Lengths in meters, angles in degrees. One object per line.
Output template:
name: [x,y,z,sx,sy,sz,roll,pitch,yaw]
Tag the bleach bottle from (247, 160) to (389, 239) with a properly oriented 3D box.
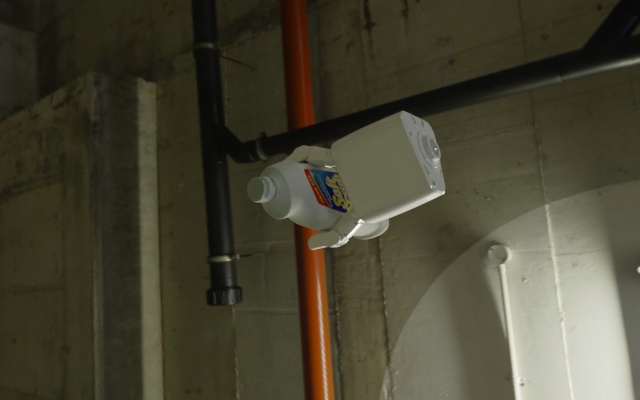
bleach bottle: [0.000,0.002,0.656,0.068,0.102,0.251,-23,-16,33]
